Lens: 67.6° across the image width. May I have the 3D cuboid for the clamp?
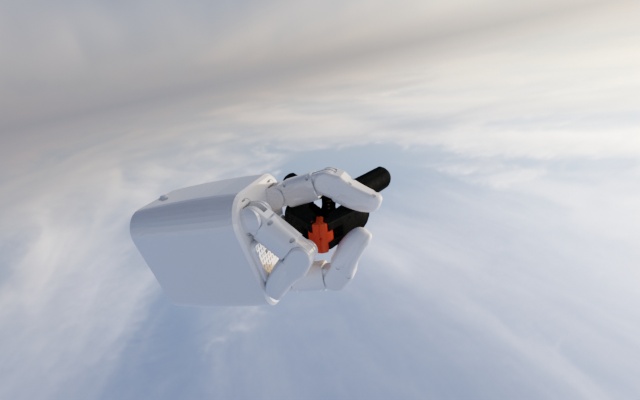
[{"bbox_3d":[0.000,0.002,0.475,0.120,0.039,0.171,-6,17,19],"label":"clamp"}]
